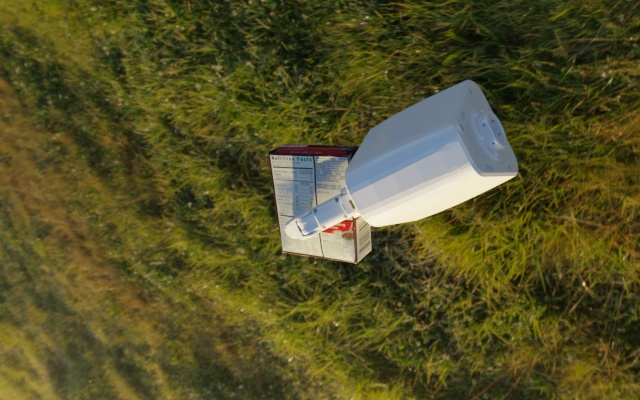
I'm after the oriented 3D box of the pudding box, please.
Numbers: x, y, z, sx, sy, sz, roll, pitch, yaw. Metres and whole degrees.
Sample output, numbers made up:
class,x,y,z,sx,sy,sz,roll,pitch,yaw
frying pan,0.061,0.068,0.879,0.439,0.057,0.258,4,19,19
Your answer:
class,x,y,z,sx,sy,sz,roll,pitch,yaw
pudding box,0.000,0.002,0.474,0.090,0.113,0.039,6,21,29
